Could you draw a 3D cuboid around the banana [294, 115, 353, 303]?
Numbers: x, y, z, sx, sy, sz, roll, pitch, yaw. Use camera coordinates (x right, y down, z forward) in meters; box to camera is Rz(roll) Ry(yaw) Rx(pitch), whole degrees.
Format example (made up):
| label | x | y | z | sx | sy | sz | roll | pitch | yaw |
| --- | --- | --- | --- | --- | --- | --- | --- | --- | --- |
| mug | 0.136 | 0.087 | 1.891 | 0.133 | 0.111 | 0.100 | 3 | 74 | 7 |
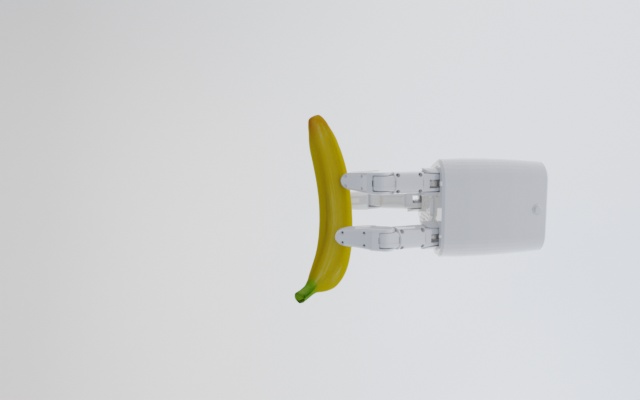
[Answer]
| label | x | y | z | sx | sy | sz | roll | pitch | yaw |
| --- | --- | --- | --- | --- | --- | --- | --- | --- | --- |
| banana | 0.009 | 0.009 | 0.506 | 0.037 | 0.197 | 0.070 | -6 | -17 | 28 |
